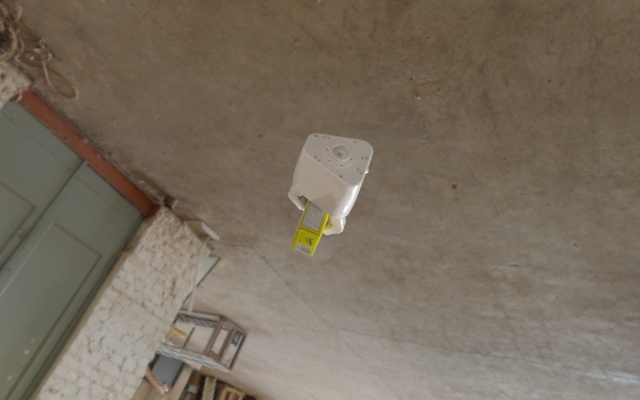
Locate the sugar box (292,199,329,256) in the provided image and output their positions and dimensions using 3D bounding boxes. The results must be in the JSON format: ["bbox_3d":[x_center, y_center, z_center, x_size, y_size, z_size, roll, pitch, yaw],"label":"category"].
[{"bbox_3d":[0.001,0.003,0.863,0.048,0.176,0.093,23,-30,1],"label":"sugar box"}]
